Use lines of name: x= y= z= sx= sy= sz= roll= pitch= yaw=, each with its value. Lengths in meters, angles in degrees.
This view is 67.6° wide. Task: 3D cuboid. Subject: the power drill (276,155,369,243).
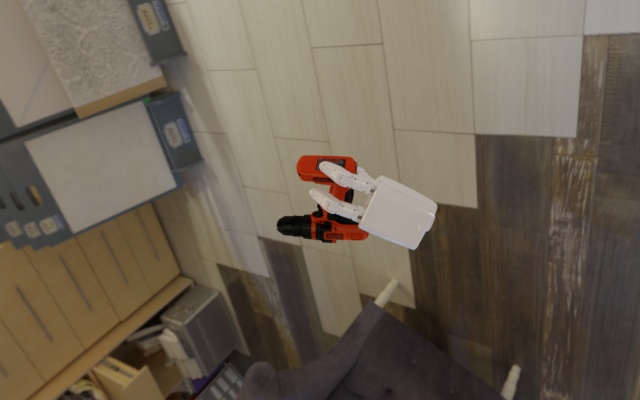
power drill: x=0.000 y=0.003 z=0.896 sx=0.184 sy=0.188 sz=0.057 roll=1 pitch=45 yaw=6
